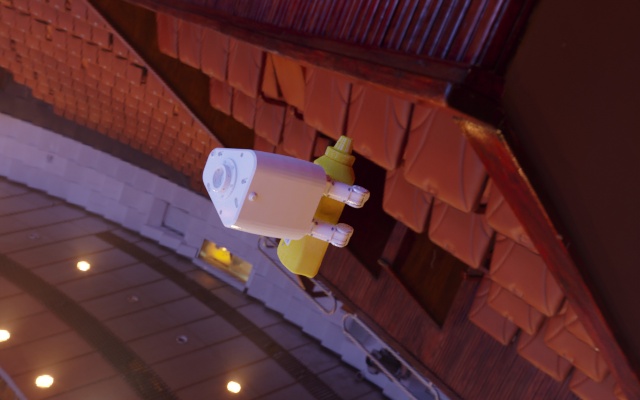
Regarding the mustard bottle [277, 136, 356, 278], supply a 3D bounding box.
[{"bbox_3d":[0.000,0.002,0.660,0.058,0.192,0.096,18,12,-18],"label":"mustard bottle"}]
